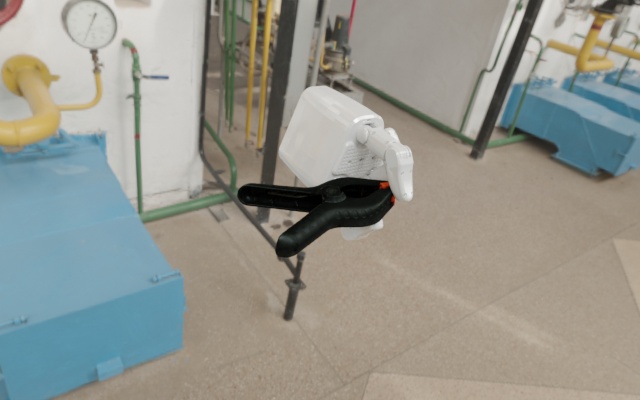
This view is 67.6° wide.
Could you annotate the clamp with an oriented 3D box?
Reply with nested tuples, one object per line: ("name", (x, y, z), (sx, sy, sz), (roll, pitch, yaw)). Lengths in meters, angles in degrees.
("clamp", (0.000, 0.001, 0.505), (0.171, 0.039, 0.120), (-14, 40, -34))
